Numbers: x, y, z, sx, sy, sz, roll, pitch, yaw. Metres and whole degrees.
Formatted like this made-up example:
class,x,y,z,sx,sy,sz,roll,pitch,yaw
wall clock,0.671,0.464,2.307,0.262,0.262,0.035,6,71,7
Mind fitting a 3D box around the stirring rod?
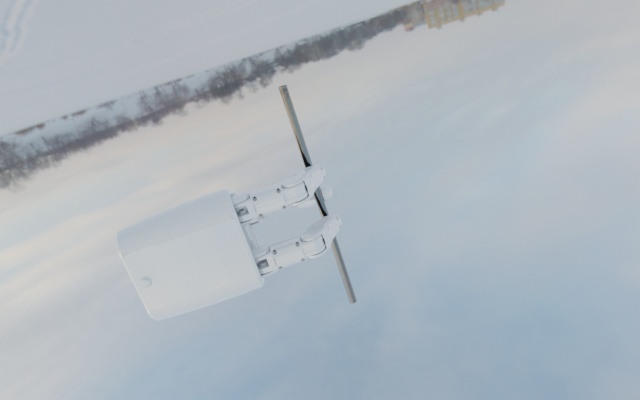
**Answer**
class,x,y,z,sx,sy,sz,roll,pitch,yaw
stirring rod,0.000,0.001,0.484,0.011,0.240,0.011,-16,18,6
